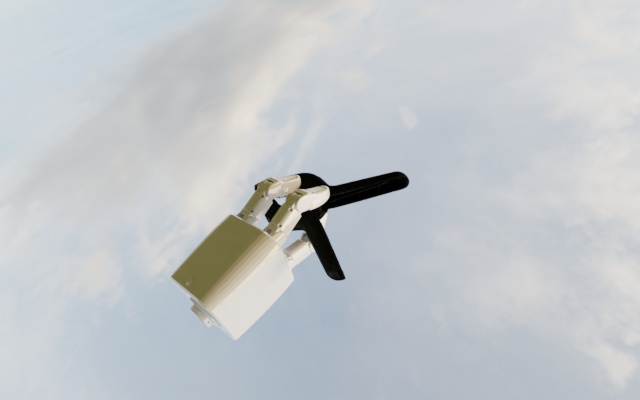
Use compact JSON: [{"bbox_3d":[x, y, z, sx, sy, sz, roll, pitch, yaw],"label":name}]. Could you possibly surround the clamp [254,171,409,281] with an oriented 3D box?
[{"bbox_3d":[0.000,0.003,0.619,0.210,0.036,0.164,23,60,41],"label":"clamp"}]
